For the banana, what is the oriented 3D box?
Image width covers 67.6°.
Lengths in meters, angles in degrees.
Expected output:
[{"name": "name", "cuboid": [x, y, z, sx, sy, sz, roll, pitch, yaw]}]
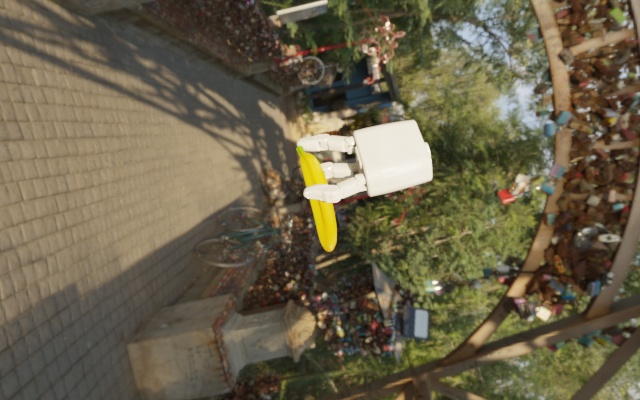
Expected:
[{"name": "banana", "cuboid": [0.001, 0.004, 0.812, 0.037, 0.198, 0.069, -14, 14, -1]}]
